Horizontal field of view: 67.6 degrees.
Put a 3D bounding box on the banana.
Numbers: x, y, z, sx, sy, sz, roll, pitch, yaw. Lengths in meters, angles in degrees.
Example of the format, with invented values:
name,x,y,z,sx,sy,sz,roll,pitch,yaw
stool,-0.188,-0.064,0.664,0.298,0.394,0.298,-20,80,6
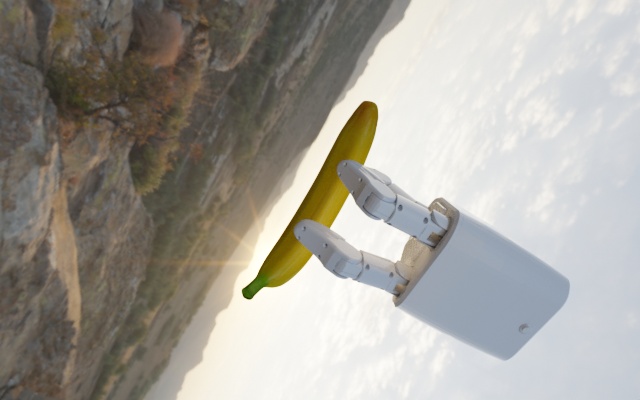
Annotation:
name,x,y,z,sx,sy,sz,roll,pitch,yaw
banana,0.000,0.004,0.429,0.037,0.198,0.069,31,2,4
